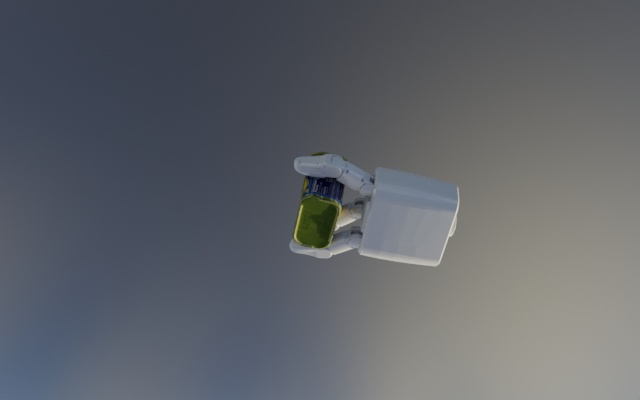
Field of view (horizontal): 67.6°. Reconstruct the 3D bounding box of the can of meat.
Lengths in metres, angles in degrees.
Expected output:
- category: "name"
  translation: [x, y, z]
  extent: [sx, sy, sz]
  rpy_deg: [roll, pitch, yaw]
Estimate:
- category: "can of meat"
  translation: [0.000, 0.002, 0.628]
  extent: [0.057, 0.084, 0.102]
  rpy_deg: [13, -45, -1]
